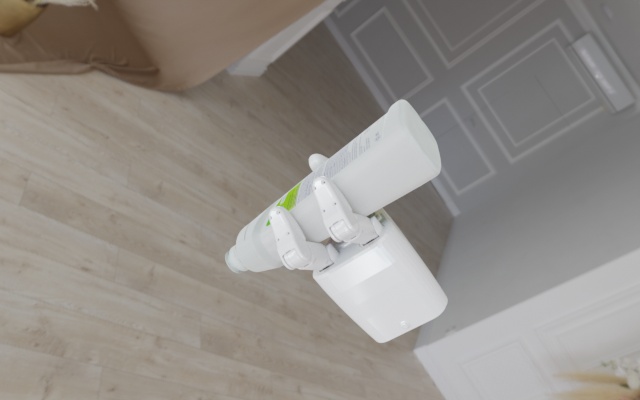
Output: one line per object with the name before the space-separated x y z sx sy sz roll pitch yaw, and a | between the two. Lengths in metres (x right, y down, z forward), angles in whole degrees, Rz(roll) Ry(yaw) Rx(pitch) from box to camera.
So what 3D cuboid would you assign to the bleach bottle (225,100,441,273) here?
bleach bottle | 0.000 0.002 0.496 0.251 0.068 0.102 -34 17 23
